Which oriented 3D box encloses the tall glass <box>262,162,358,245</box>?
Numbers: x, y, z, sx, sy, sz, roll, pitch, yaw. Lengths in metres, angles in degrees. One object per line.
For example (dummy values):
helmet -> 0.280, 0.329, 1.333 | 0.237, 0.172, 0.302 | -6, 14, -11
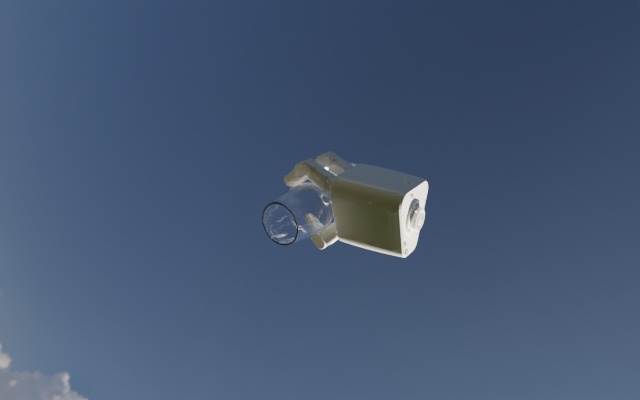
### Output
tall glass -> 0.000, 0.002, 0.719 | 0.079, 0.079, 0.201 | 0, 17, 36
